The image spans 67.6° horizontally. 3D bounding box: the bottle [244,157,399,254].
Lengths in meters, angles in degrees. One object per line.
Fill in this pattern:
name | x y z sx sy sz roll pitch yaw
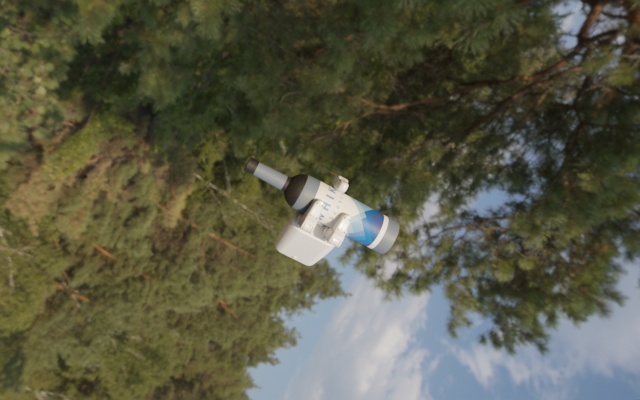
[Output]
bottle | 0.000 0.003 0.860 0.296 0.069 0.069 28 -5 -10
